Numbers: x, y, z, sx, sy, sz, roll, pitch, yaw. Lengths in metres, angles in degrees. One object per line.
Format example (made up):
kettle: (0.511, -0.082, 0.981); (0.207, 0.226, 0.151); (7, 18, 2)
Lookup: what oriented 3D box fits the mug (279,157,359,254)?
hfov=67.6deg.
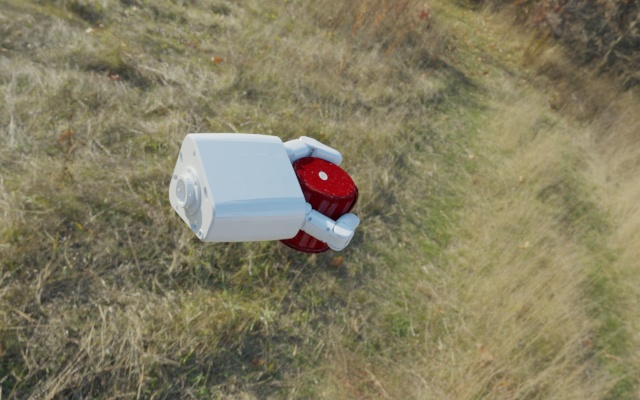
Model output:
mug: (0.001, 0.002, 0.576); (0.117, 0.081, 0.093); (-2, 43, -38)
